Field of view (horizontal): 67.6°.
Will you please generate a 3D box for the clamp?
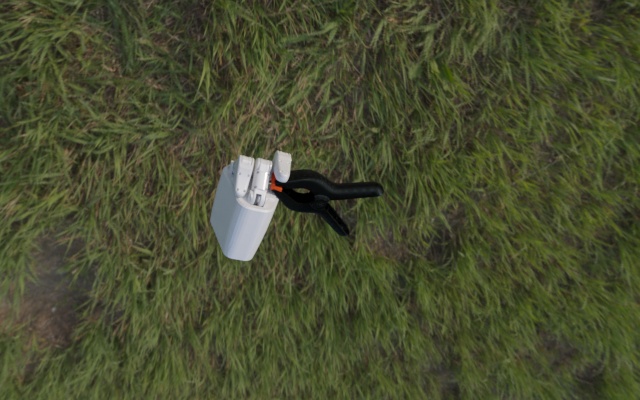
[{"bbox_3d":[0.000,0.003,0.745,0.171,0.120,0.039,13,36,-13],"label":"clamp"}]
